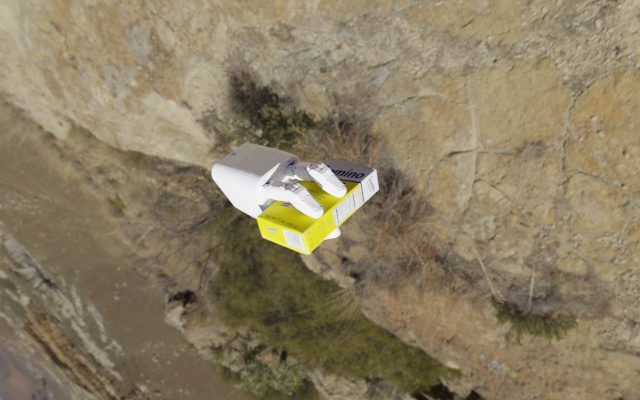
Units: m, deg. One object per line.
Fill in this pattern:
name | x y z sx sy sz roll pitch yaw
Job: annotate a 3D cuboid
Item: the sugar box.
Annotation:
sugar box | 0.000 0.002 0.711 0.093 0.048 0.176 17 46 36
